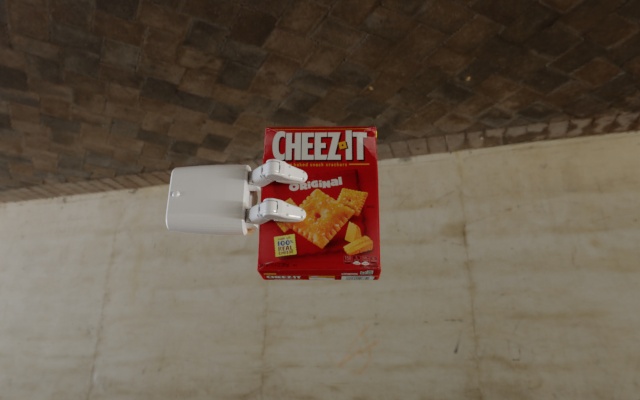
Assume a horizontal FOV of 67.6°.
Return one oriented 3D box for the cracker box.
[{"bbox_3d":[0.000,0.002,0.675,0.164,0.213,0.072,0,-20,2],"label":"cracker box"}]
